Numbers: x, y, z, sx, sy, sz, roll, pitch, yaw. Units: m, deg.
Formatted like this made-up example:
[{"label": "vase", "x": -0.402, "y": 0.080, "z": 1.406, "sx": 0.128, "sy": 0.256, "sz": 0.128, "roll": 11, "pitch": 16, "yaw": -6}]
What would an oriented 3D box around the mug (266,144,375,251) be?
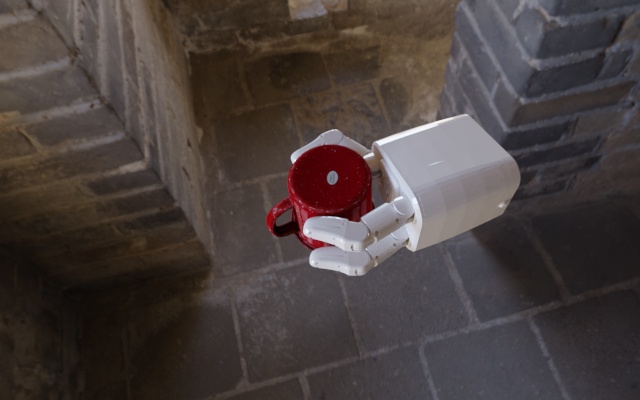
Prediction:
[{"label": "mug", "x": -0.001, "y": 0.002, "z": 0.482, "sx": 0.117, "sy": 0.093, "sz": 0.081, "roll": -21, "pitch": -30, "yaw": -8}]
